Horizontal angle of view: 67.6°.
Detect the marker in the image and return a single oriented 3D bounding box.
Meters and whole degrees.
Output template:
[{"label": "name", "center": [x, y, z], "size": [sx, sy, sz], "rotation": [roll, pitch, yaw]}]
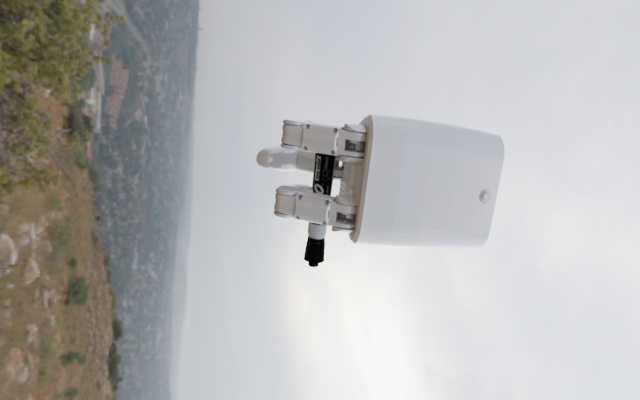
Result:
[{"label": "marker", "center": [0.000, 0.001, 0.422], "size": [0.020, 0.121, 0.020], "rotation": [6, 14, -1]}]
